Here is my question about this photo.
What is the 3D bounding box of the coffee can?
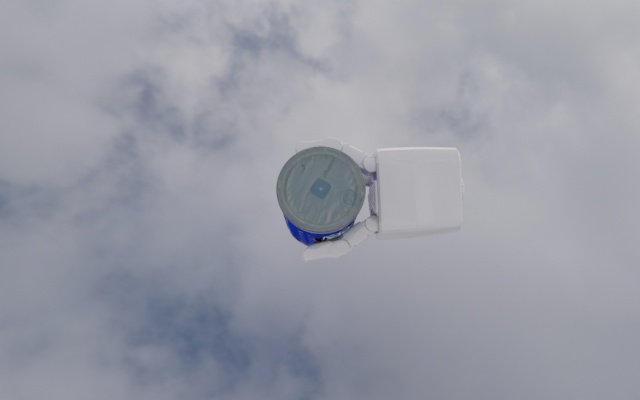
[{"bbox_3d":[0.000,0.002,0.612,0.103,0.102,0.140,0,-13,0],"label":"coffee can"}]
